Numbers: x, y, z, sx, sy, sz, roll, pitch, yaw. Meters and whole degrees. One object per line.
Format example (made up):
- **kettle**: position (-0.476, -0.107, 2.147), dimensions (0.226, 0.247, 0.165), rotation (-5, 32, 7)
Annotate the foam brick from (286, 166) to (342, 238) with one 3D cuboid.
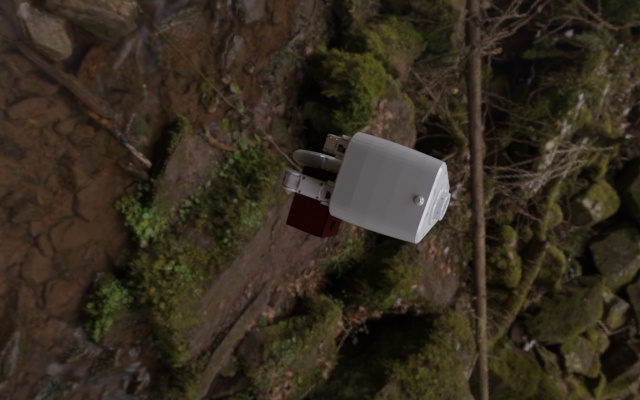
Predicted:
- **foam brick**: position (0.000, 0.002, 0.588), dimensions (0.051, 0.078, 0.053), rotation (21, 8, 21)
